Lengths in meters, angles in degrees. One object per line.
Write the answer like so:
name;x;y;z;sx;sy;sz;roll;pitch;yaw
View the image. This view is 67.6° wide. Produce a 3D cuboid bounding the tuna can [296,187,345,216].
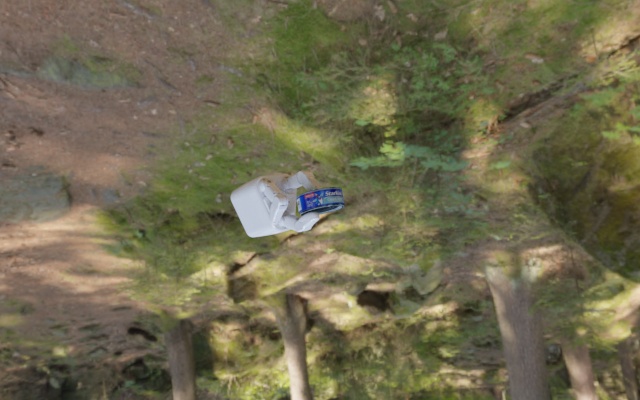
tuna can;0.000;0.003;0.869;0.086;0.033;0.086;-11;-10;-2
